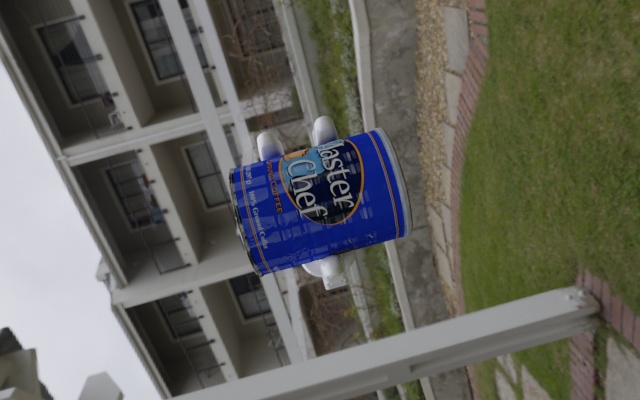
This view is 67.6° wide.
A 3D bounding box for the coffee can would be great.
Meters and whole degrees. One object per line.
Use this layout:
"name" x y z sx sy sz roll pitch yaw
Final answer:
"coffee can" 0.000 0.001 0.434 0.140 0.103 0.103 -15 0 -1
